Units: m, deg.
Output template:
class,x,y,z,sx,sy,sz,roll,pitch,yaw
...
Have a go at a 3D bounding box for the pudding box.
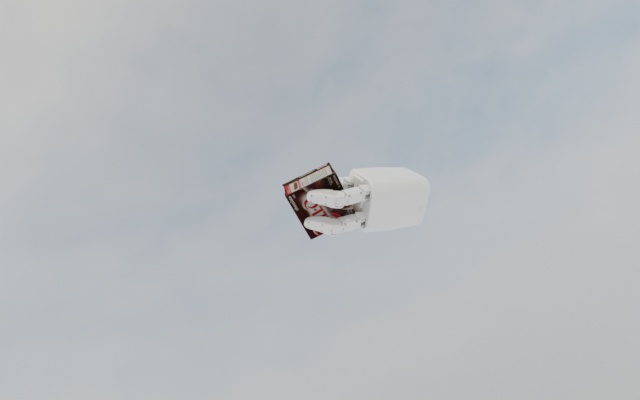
class,x,y,z,sx,sy,sz,roll,pitch,yaw
pudding box,0.000,0.002,0.795,0.090,0.114,0.039,-26,37,3
